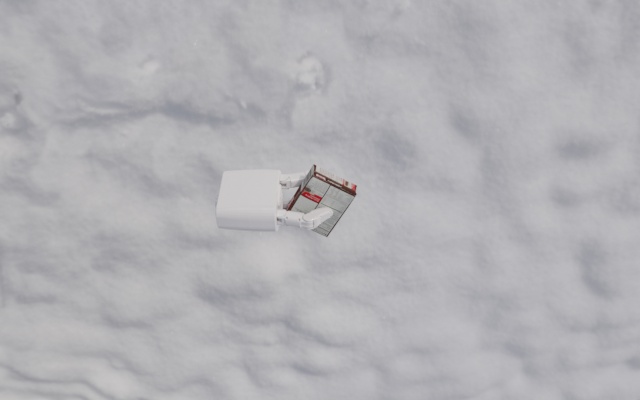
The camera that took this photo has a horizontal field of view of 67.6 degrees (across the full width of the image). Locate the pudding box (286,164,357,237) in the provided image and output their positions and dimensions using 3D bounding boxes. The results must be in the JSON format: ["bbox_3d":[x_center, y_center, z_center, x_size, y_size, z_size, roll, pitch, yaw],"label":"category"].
[{"bbox_3d":[0.000,0.003,0.860,0.090,0.113,0.039,25,35,-14],"label":"pudding box"}]
